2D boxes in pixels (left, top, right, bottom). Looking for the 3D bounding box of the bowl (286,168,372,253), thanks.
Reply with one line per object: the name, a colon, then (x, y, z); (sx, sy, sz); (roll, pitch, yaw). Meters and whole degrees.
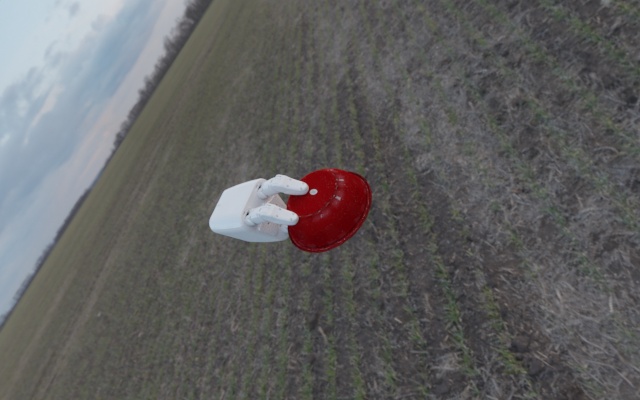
bowl: (0.001, 0.002, 0.778); (0.162, 0.162, 0.055); (0, -34, 37)
